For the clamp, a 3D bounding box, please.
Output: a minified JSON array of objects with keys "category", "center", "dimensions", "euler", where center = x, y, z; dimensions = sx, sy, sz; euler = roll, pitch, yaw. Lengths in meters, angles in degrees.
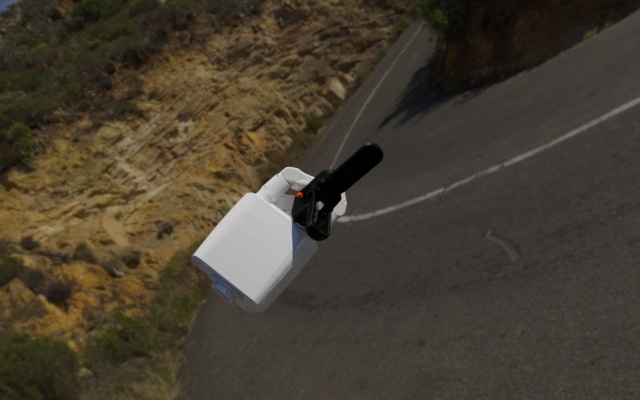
[{"category":"clamp","center":[0.000,0.001,0.547],"dimensions":[0.039,0.120,0.171],"euler":[43,-24,-8]}]
